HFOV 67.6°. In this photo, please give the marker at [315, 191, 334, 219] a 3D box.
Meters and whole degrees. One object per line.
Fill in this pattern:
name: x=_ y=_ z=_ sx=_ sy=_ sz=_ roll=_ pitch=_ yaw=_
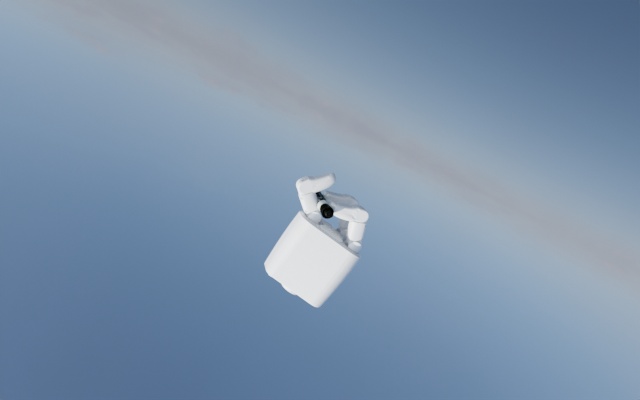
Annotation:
marker: x=0.000 y=0.002 z=0.734 sx=0.020 sy=0.020 sz=0.121 roll=0 pitch=17 yaw=-11
